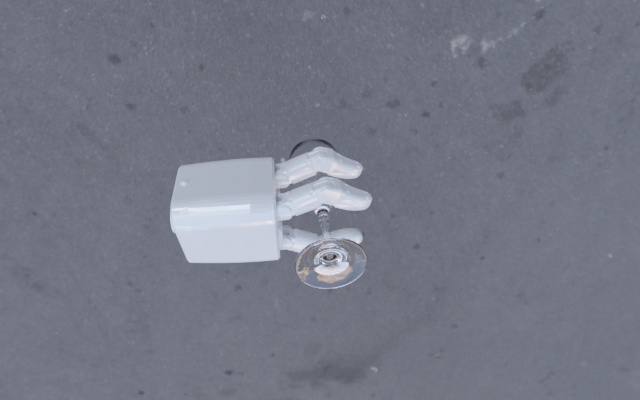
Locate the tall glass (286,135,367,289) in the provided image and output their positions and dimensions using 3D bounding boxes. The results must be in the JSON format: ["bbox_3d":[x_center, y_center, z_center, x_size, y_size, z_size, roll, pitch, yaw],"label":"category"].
[{"bbox_3d":[0.000,0.002,0.557,0.079,0.079,0.200,0,39,-8],"label":"tall glass"}]
